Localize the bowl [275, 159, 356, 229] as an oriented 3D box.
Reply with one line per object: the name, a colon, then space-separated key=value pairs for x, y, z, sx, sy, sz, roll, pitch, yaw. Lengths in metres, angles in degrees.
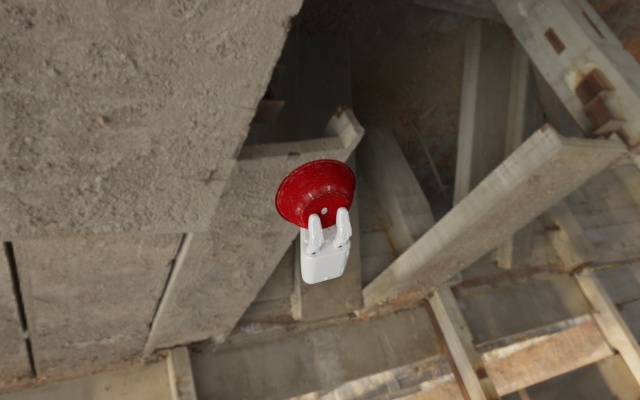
bowl: x=0.000 y=0.002 z=0.883 sx=0.162 sy=0.162 sz=0.055 roll=0 pitch=40 yaw=-26
